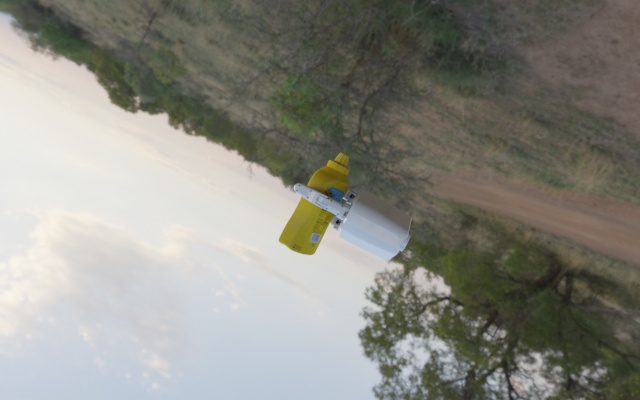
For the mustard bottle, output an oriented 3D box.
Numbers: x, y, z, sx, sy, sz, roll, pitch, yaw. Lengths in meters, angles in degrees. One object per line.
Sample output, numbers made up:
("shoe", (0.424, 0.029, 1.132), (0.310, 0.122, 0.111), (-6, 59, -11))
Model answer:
("mustard bottle", (0.000, 0.003, 0.857), (0.058, 0.191, 0.096), (30, 4, 30))
